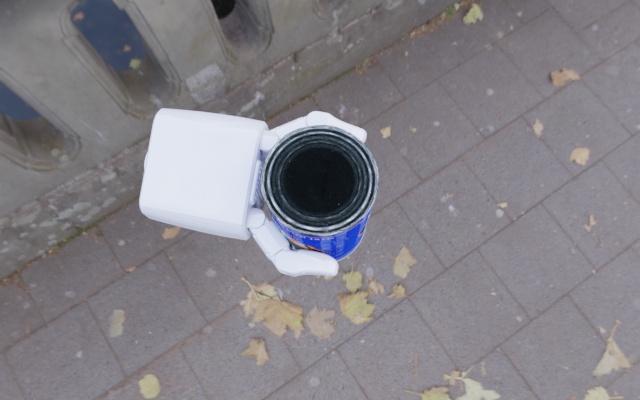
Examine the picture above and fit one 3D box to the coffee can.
[{"bbox_3d":[0.000,0.002,0.477,0.103,0.102,0.140,0,-17,1],"label":"coffee can"}]
